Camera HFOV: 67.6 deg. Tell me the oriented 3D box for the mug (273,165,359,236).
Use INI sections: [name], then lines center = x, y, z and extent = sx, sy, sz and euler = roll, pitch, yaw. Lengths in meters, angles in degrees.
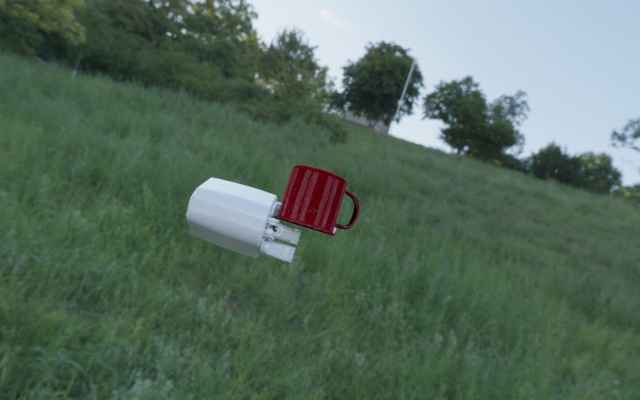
[mug]
center = 0.002, 0.002, 0.684
extent = 0.117, 0.081, 0.093
euler = 17, -5, -5
